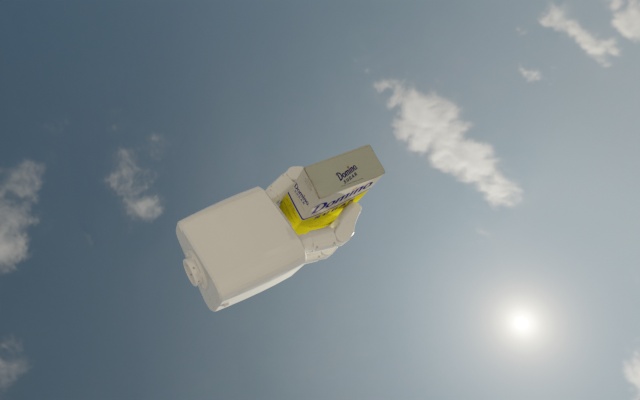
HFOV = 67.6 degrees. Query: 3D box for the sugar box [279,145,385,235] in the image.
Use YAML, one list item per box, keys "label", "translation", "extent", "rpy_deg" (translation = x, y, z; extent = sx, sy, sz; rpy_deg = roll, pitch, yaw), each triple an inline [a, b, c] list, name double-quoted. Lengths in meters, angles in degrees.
- label: "sugar box"
  translation: [0.000, 0.003, 0.591]
  extent: [0.093, 0.048, 0.176]
  rpy_deg: [-22, -12, -27]
